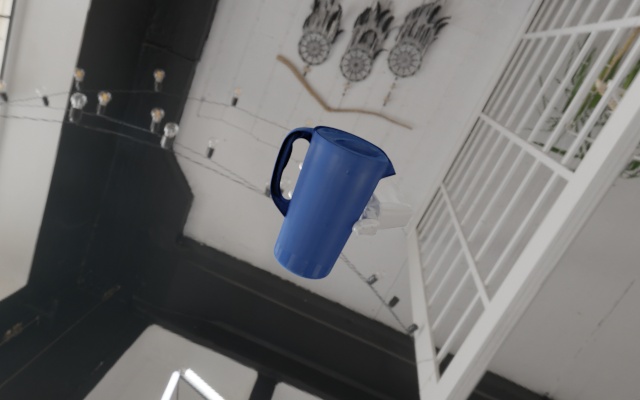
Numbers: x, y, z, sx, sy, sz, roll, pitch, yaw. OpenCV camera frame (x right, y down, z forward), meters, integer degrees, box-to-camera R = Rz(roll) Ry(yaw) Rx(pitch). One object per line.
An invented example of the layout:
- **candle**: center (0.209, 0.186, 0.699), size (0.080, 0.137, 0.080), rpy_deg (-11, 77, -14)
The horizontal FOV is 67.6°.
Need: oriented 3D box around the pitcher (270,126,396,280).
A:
- **pitcher**: center (0.000, 0.003, 0.799), size (0.145, 0.243, 0.149), rpy_deg (2, 29, -46)
